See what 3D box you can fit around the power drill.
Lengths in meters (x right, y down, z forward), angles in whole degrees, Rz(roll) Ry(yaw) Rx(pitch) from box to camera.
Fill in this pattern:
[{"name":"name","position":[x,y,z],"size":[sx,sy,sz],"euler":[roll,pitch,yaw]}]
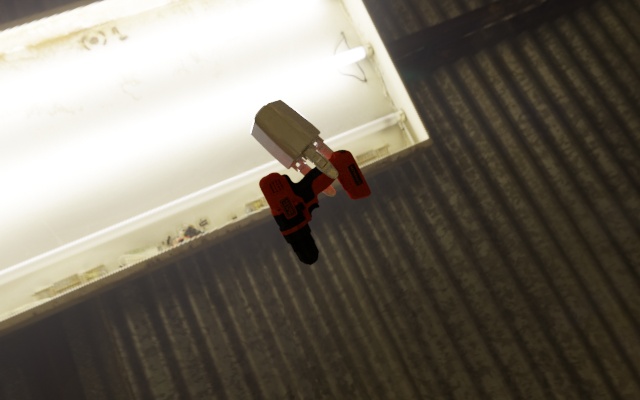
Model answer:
[{"name":"power drill","position":[0.000,0.002,0.892],"size":[0.187,0.184,0.057],"euler":[-31,12,-21]}]
